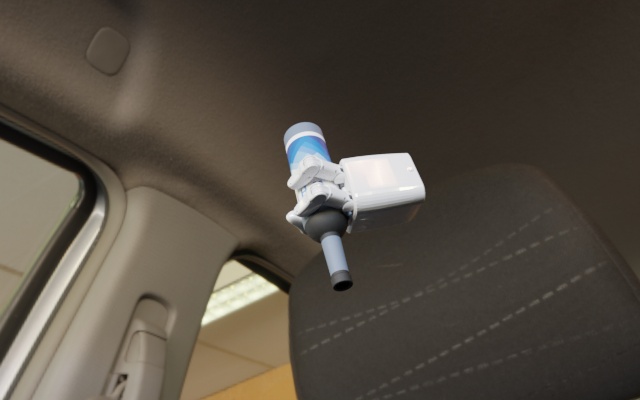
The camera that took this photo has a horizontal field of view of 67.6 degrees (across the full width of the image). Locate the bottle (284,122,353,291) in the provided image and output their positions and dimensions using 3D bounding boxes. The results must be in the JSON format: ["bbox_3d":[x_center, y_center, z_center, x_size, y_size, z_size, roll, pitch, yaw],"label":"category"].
[{"bbox_3d":[0.000,0.002,0.716,0.069,0.295,0.069,-9,-40,-7],"label":"bottle"}]
